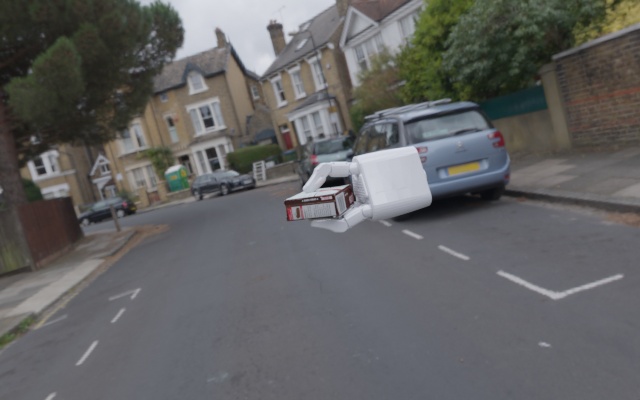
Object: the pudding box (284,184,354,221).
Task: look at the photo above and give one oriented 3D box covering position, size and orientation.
[{"bbox_3d":[0.000,0.002,0.799,0.090,0.039,0.113,-8,6,18],"label":"pudding box"}]
